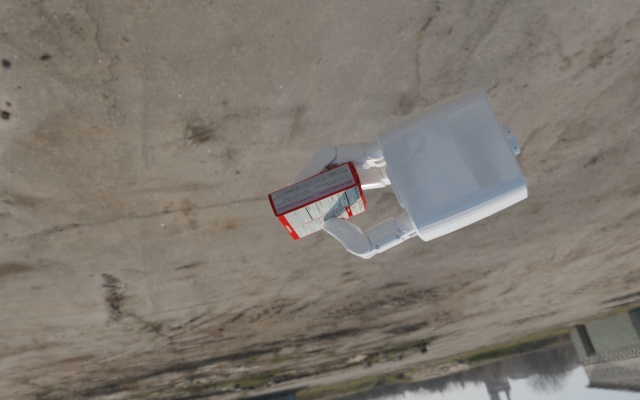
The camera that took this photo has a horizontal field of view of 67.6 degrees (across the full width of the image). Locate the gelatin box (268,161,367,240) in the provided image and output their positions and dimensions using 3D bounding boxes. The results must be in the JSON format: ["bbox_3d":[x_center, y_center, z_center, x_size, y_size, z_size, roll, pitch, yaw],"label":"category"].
[{"bbox_3d":[0.000,0.002,0.486,0.089,0.030,0.073,-23,-25,2],"label":"gelatin box"}]
